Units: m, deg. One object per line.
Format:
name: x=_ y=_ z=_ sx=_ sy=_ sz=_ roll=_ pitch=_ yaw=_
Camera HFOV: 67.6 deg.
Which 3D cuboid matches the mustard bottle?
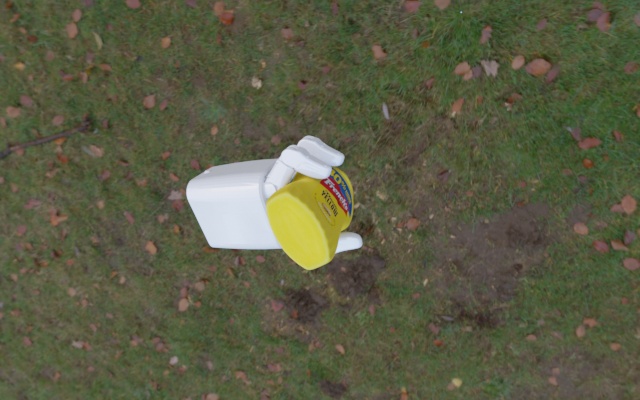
mustard bottle: x=0.000 y=0.002 z=0.599 sx=0.058 sy=0.096 sz=0.191 roll=-28 pitch=11 yaw=24
